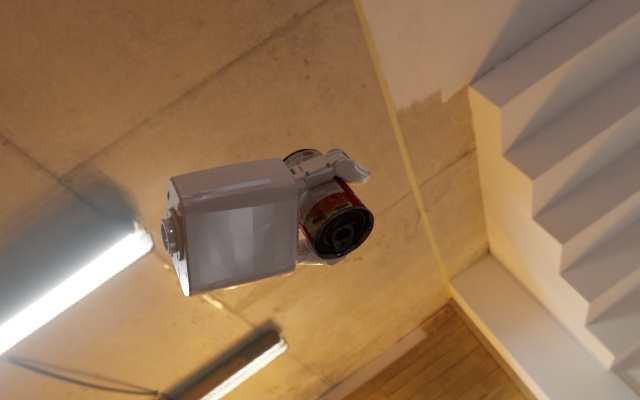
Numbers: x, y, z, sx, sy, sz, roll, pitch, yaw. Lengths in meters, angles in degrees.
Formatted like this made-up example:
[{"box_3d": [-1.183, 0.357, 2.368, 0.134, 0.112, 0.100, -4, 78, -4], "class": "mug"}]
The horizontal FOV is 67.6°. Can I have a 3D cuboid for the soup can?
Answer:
[{"box_3d": [0.000, 0.001, 0.494, 0.068, 0.068, 0.102, 0, 39, -36], "class": "soup can"}]
